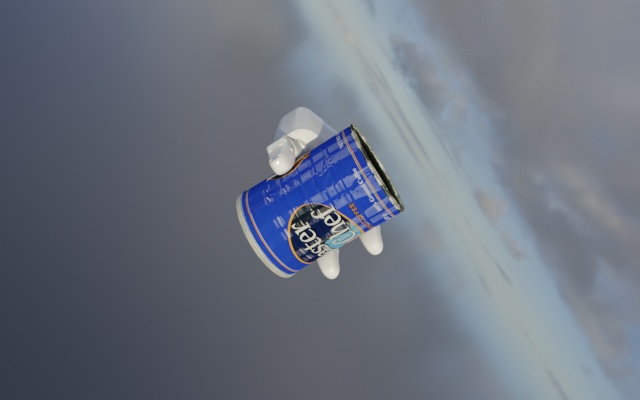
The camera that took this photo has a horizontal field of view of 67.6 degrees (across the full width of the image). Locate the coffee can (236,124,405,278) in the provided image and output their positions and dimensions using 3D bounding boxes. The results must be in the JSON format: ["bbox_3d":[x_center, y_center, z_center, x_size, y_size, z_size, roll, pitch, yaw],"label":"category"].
[{"bbox_3d":[0.000,0.002,0.491,0.140,0.103,0.103,-31,-8,13],"label":"coffee can"}]
